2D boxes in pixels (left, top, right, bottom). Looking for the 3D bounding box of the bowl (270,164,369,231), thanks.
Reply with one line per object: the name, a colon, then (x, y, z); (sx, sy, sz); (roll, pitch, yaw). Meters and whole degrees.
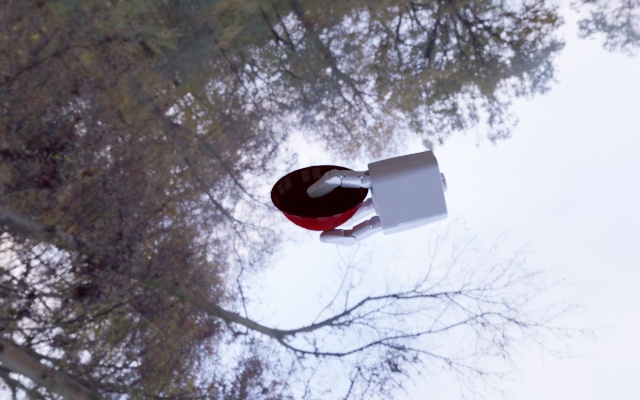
bowl: (-0.001, 0.003, 0.791); (0.162, 0.055, 0.162); (-3, 34, 2)
